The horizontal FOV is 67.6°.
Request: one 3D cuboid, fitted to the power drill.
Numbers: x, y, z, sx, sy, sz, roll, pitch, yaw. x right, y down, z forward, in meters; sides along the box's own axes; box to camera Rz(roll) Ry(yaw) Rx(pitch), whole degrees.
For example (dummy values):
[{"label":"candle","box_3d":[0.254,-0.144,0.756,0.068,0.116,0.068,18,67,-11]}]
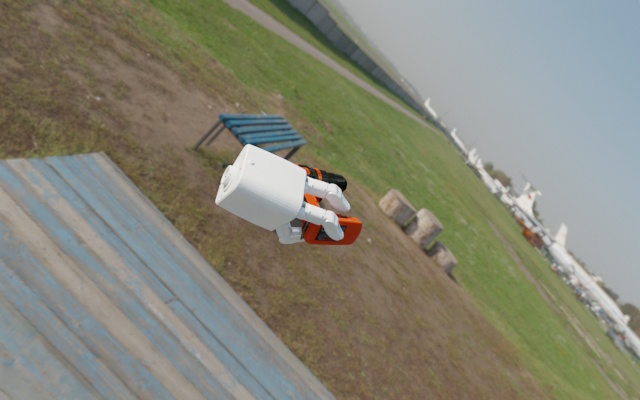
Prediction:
[{"label":"power drill","box_3d":[0.000,0.003,0.872,0.184,0.057,0.187,3,33,-32]}]
